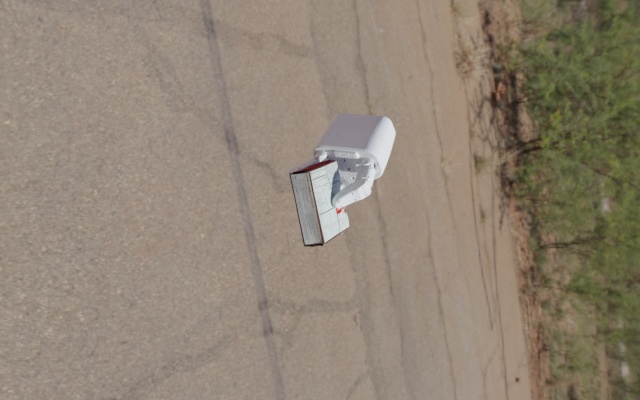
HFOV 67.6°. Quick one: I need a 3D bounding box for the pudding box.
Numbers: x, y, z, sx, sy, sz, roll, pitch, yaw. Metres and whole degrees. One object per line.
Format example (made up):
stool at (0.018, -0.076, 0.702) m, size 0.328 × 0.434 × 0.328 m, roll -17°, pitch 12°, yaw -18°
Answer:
pudding box at (0.000, 0.002, 0.712) m, size 0.039 × 0.113 × 0.090 m, roll -7°, pitch 10°, yaw 31°
